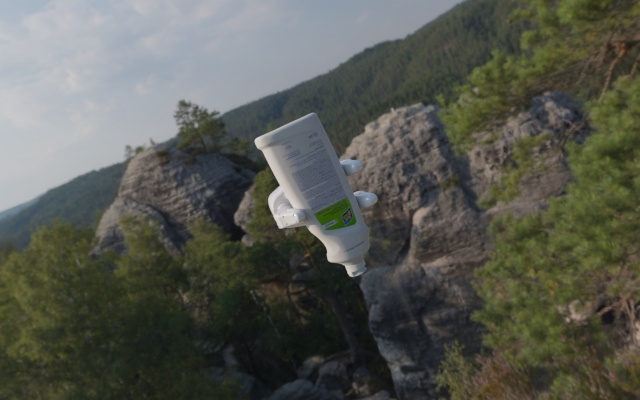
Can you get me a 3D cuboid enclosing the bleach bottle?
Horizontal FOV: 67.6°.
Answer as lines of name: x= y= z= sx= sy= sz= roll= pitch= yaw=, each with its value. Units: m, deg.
bleach bottle: x=0.000 y=0.002 z=0.718 sx=0.102 sy=0.251 sz=0.068 roll=-25 pitch=10 yaw=-6
